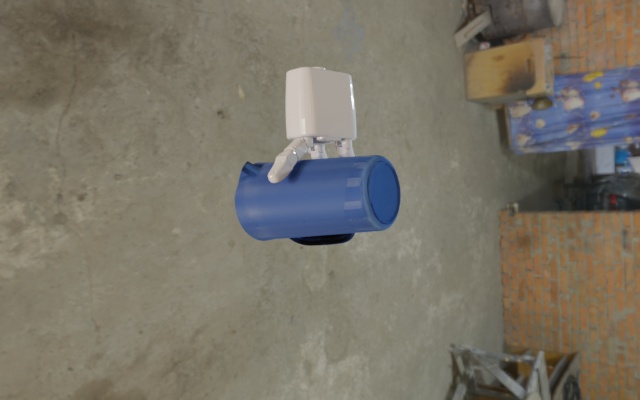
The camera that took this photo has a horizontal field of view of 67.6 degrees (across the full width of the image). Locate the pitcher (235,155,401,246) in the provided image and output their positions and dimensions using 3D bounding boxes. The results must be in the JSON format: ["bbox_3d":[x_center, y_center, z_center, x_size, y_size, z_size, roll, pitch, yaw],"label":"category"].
[{"bbox_3d":[0.000,0.002,0.747,0.243,0.145,0.149,-3,-3,36],"label":"pitcher"}]
